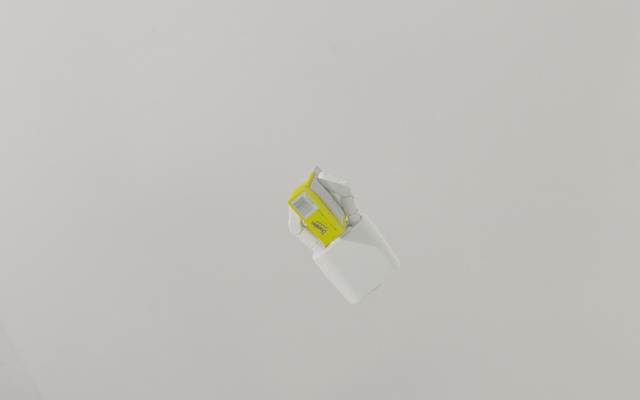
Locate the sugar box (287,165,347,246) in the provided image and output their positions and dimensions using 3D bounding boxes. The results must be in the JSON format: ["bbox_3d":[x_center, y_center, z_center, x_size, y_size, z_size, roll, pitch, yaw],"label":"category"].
[{"bbox_3d":[0.000,0.003,0.791,0.048,0.093,0.176,-39,8,10],"label":"sugar box"}]
